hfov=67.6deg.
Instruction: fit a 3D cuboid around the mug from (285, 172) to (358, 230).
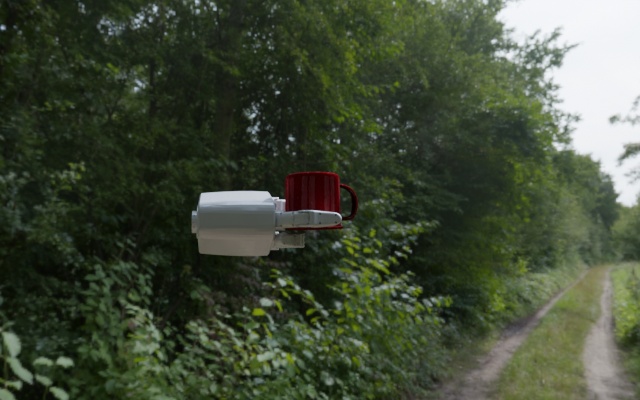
[{"bbox_3d":[0.002,0.002,0.714,0.117,0.081,0.093,0,-5,-13],"label":"mug"}]
